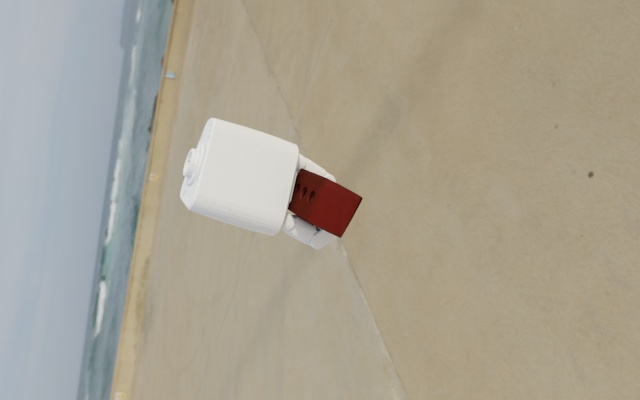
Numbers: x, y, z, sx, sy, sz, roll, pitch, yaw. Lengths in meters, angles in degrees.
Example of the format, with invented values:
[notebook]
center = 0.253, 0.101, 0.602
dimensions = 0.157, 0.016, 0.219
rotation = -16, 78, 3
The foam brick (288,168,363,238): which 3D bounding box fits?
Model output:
[foam brick]
center = 0.000, 0.002, 0.548
dimensions = 0.051, 0.053, 0.078
rotation = 28, -1, -27
